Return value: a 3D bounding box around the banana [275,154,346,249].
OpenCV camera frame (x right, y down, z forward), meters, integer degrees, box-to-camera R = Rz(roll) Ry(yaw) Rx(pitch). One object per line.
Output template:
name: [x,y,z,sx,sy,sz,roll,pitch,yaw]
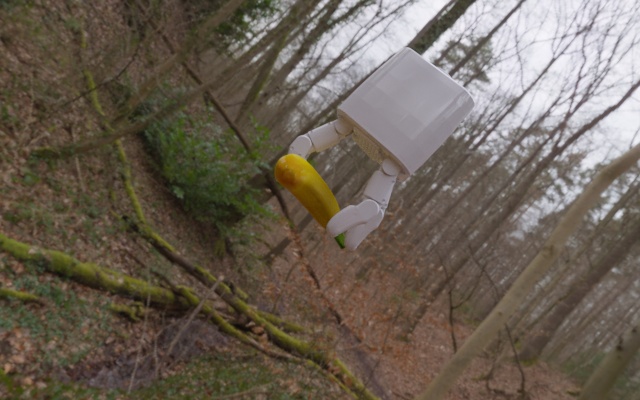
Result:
banana: [-0.009,-0.009,0.512,0.069,0.037,0.198,49,0,30]
